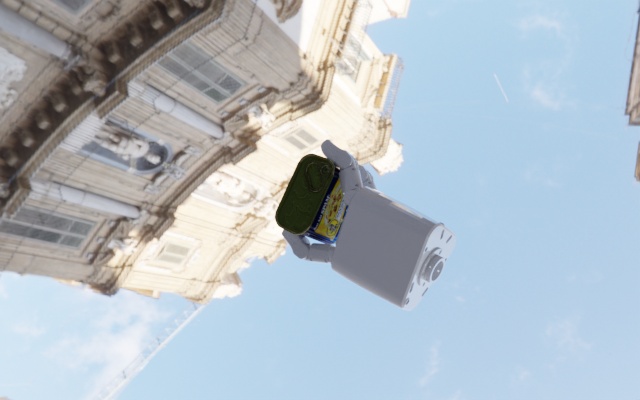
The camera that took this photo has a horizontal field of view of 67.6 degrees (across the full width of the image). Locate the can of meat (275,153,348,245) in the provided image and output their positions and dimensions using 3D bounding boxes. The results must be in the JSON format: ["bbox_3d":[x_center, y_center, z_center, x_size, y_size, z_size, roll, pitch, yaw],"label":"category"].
[{"bbox_3d":[0.000,0.002,0.620,0.057,0.102,0.084,23,-3,35],"label":"can of meat"}]
